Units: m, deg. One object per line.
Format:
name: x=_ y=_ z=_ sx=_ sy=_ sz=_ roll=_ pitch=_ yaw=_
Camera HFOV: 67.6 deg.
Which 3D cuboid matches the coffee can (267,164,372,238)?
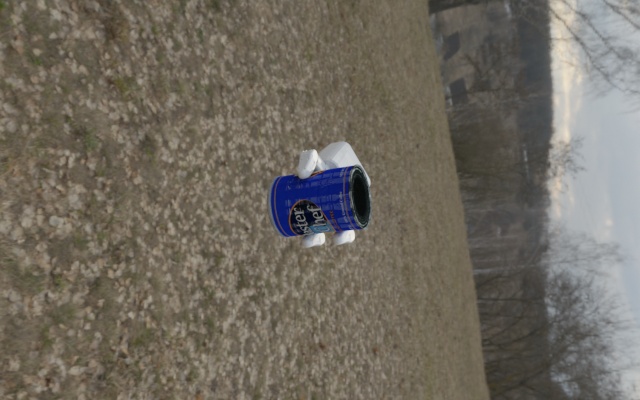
coffee can: x=0.000 y=0.003 z=0.764 sx=0.140 sy=0.103 sz=0.103 roll=-7 pitch=-3 yaw=22
